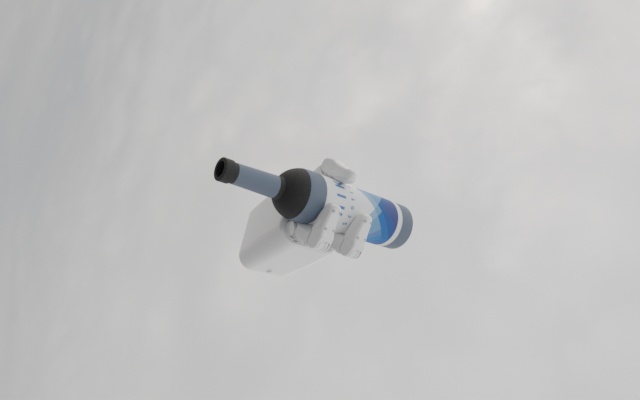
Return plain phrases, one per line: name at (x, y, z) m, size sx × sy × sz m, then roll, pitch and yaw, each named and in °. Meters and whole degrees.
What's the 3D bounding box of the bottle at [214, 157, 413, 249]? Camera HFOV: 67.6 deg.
bottle at (0.000, 0.002, 0.611) m, size 0.296 × 0.069 × 0.069 m, roll 18°, pitch -12°, yaw -38°
